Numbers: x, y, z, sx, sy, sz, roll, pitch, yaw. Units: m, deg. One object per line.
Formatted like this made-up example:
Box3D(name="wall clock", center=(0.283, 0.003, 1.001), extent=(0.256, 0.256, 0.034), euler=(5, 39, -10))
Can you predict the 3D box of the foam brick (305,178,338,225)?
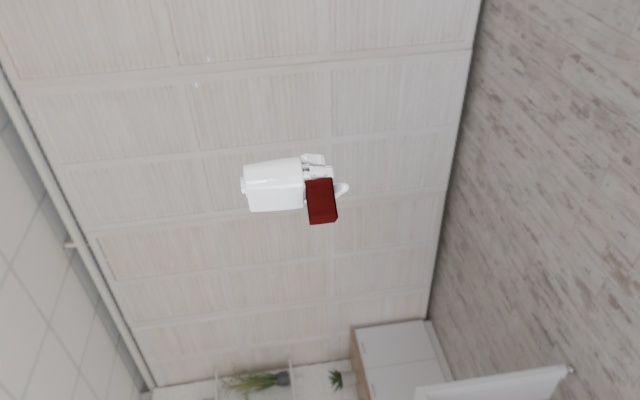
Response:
Box3D(name="foam brick", center=(0.000, 0.003, 0.894), extent=(0.051, 0.078, 0.053), euler=(-7, -14, -6))
